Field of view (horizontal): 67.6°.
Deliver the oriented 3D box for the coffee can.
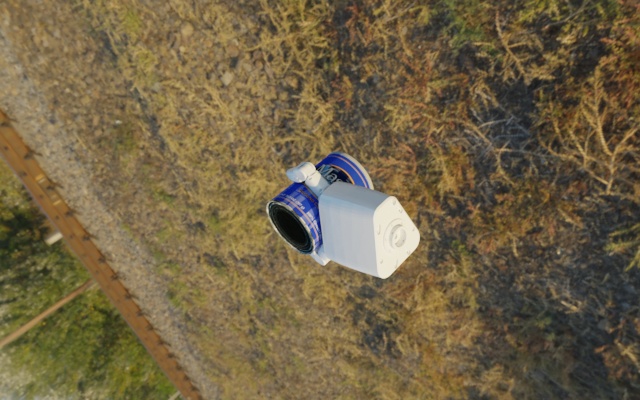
[{"bbox_3d":[0.000,0.002,0.749,0.140,0.103,0.103,-40,21,-28],"label":"coffee can"}]
